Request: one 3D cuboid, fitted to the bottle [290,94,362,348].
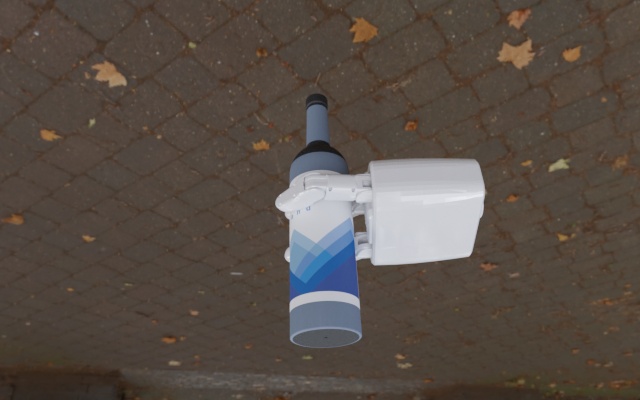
[{"bbox_3d":[0.000,0.002,0.515,0.069,0.295,0.069,-2,-32,-1],"label":"bottle"}]
